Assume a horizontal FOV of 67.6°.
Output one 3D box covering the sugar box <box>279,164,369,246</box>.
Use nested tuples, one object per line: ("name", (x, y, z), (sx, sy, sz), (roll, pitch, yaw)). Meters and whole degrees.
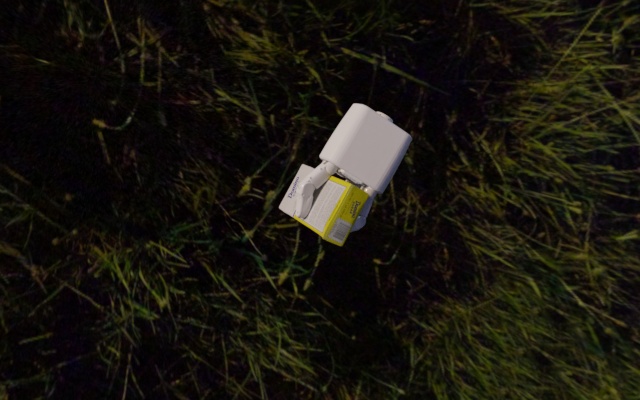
("sugar box", (0.001, 0.003, 0.787), (0.048, 0.093, 0.176), (28, 0, -28))
